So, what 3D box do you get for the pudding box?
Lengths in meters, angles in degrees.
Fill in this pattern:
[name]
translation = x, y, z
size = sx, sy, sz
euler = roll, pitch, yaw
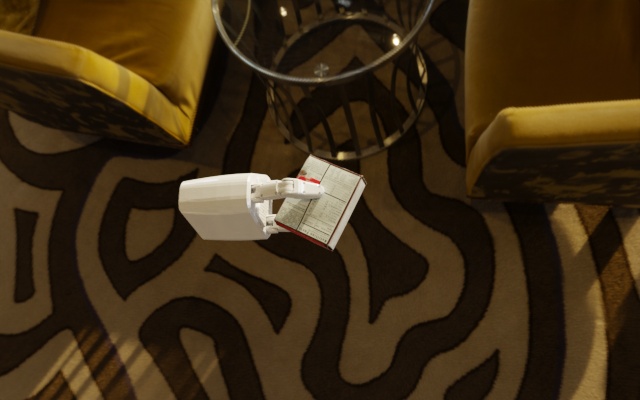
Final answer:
[pudding box]
translation = 0.000, 0.002, 0.675
size = 0.090, 0.113, 0.039
euler = 24, -9, 19
